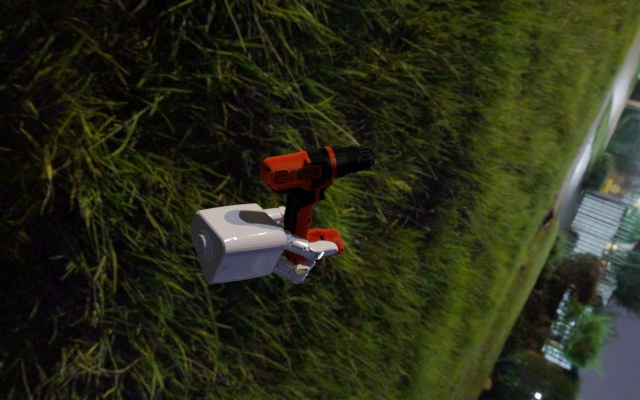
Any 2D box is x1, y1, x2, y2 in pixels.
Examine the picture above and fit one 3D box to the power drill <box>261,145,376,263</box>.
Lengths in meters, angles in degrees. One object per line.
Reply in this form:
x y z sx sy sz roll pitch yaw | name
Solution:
0.000 0.003 0.774 0.184 0.188 0.057 -9 29 -14 | power drill
